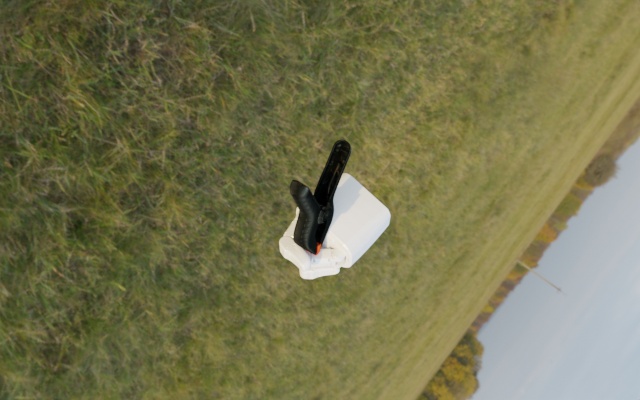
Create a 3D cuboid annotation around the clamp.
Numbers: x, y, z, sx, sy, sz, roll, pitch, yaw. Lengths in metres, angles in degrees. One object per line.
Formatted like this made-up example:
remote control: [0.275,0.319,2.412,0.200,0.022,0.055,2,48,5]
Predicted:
clamp: [0.001,0.003,0.639,0.039,0.172,0.120,33,56,21]
